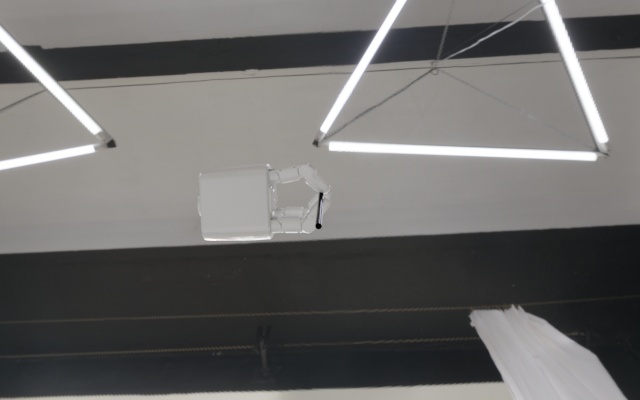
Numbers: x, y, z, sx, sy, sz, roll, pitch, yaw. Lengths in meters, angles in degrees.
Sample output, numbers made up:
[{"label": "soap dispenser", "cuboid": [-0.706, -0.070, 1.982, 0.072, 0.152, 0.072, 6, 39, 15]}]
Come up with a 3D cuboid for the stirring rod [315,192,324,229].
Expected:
[{"label": "stirring rod", "cuboid": [0.000, 0.002, 0.690, 0.011, 0.011, 0.239, 0, 14, 1]}]
